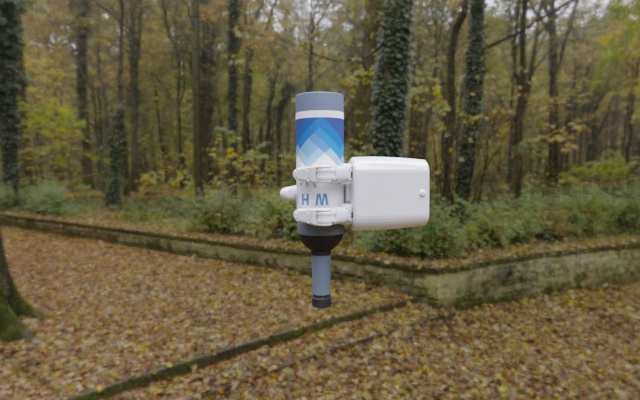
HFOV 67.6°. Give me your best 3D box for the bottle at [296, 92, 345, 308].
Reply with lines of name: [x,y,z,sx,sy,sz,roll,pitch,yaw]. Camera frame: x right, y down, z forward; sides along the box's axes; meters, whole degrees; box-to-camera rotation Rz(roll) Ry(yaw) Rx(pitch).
bottle: [0.000,0.002,0.668,0.069,0.296,0.069,-1,3,0]
